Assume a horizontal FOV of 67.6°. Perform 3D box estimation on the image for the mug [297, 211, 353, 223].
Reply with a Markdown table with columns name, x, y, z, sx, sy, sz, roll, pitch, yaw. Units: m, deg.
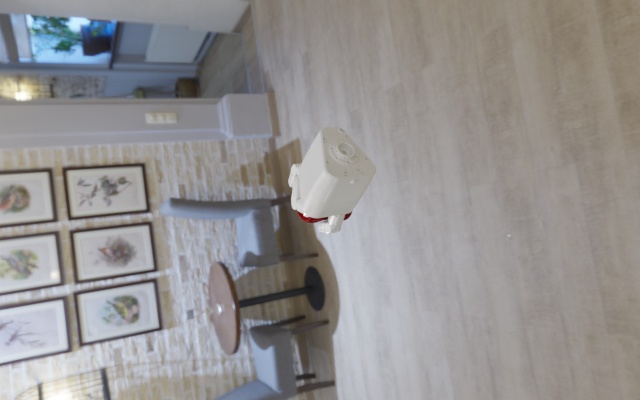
| name | x | y | z | sx | sy | sz | roll | pitch | yaw |
| --- | --- | --- | --- | --- | --- | --- | --- | --- | --- |
| mug | -0.001 | 0.004 | 0.894 | 0.081 | 0.093 | 0.117 | -7 | -33 | -28 |
